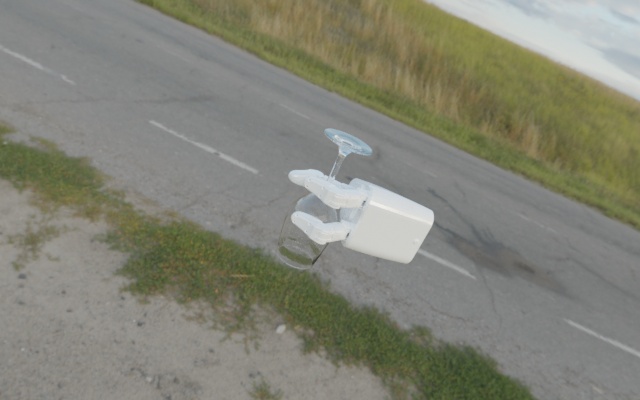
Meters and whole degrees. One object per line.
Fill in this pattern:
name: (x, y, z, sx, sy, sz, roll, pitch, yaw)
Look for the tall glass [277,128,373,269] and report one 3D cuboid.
tall glass: (0.000, 0.002, 0.692, 0.079, 0.201, 0.079, 21, 22, -9)
